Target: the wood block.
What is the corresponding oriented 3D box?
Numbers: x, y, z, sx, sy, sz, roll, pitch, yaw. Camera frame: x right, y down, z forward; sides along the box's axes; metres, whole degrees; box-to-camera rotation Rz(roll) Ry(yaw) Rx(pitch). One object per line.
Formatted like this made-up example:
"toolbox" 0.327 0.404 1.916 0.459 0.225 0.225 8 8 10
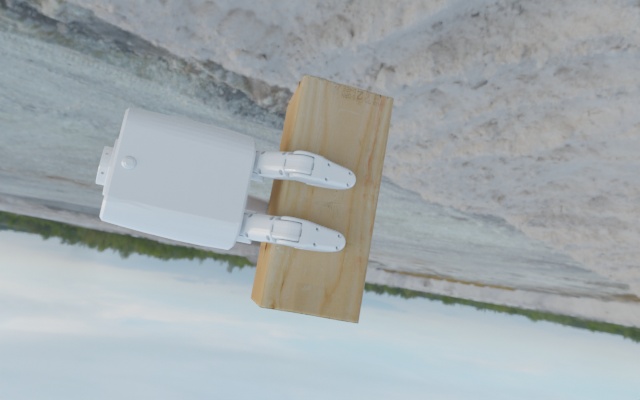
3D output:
"wood block" 0.000 0.002 0.458 0.090 0.206 0.091 12 -9 -12
